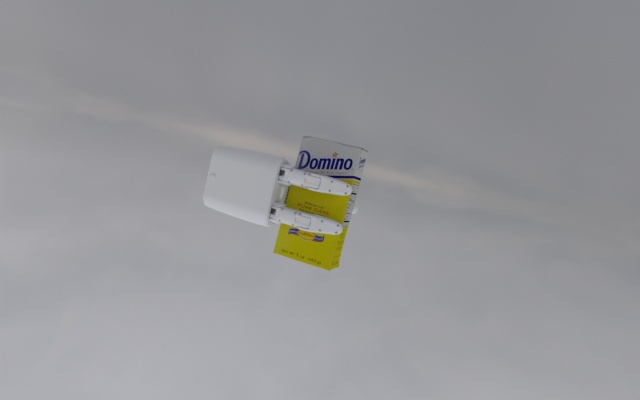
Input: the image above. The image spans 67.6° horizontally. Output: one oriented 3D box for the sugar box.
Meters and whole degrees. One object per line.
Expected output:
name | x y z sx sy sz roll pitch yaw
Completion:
sugar box | 0.000 0.002 0.683 0.093 0.176 0.048 15 5 19
